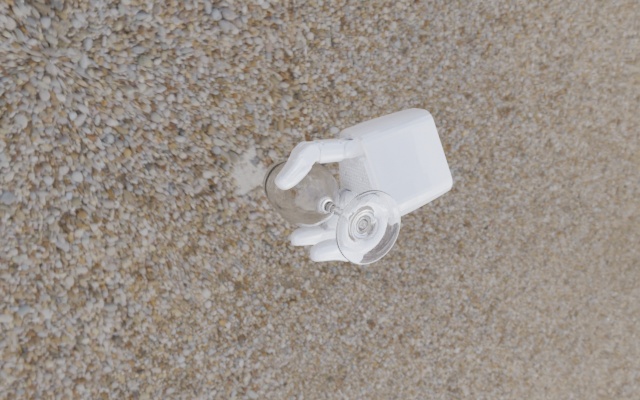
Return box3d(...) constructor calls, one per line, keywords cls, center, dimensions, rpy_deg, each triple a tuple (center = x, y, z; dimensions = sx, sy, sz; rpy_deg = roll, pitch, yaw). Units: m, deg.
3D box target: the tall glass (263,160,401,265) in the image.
box3d(cls="tall glass", center=(0.000, 0.002, 0.538), dimensions=(0.079, 0.079, 0.201), rpy_deg=(0, 14, -30))
